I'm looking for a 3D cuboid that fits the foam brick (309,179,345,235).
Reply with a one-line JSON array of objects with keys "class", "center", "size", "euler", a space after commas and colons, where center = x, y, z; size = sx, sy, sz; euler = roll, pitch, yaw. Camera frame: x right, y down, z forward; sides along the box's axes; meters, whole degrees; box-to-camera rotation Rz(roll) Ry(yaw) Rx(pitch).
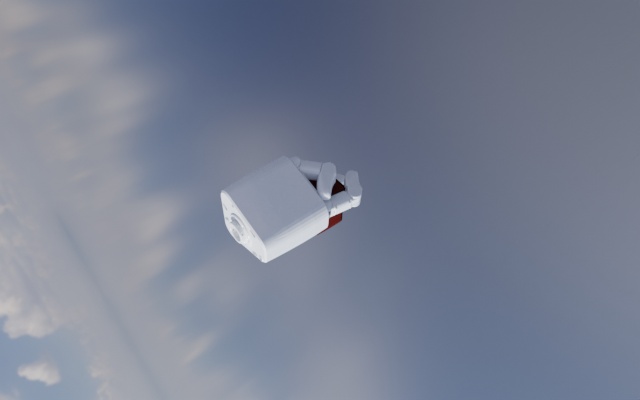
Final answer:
[{"class": "foam brick", "center": [0.000, 0.003, 0.717], "size": [0.051, 0.078, 0.053], "euler": [-31, 57, -27]}]
